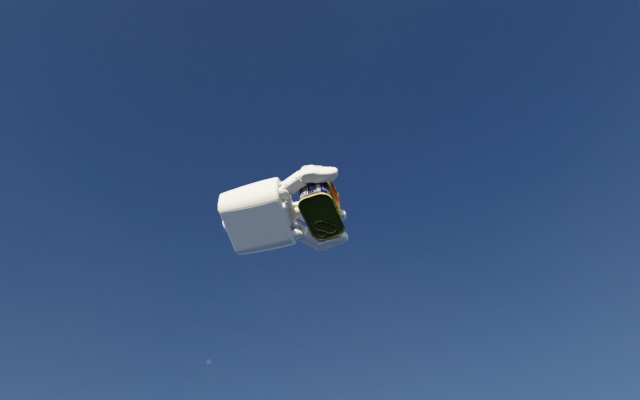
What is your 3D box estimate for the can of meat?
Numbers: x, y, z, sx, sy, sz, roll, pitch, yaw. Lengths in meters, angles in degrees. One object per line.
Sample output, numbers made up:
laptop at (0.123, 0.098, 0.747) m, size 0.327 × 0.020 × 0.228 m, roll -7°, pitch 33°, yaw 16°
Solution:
can of meat at (0.000, 0.002, 0.812) m, size 0.057 × 0.102 × 0.083 m, roll -17°, pitch 39°, yaw 10°
